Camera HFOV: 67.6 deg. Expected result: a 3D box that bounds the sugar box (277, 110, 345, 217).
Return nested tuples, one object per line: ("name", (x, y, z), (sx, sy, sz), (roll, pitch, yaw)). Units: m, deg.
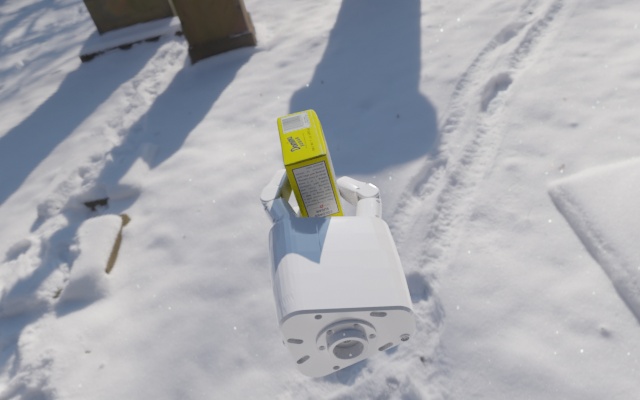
("sugar box", (0.000, 0.002, 0.510), (0.048, 0.176, 0.093), (-14, 38, 1))
